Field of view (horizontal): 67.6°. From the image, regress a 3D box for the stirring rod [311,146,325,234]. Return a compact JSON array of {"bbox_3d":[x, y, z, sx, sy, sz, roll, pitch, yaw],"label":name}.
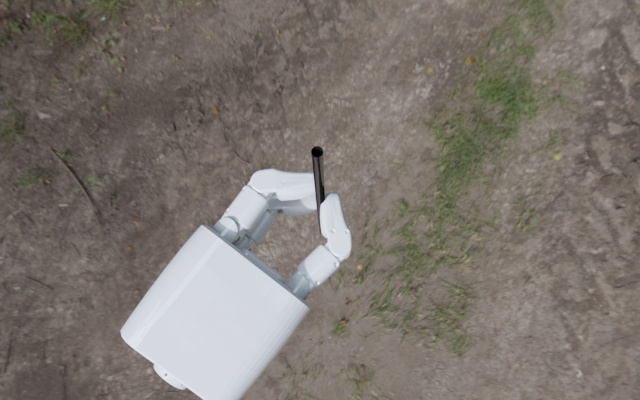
[{"bbox_3d":[0.000,0.002,0.427,0.011,0.011,0.239,0,-16,1],"label":"stirring rod"}]
